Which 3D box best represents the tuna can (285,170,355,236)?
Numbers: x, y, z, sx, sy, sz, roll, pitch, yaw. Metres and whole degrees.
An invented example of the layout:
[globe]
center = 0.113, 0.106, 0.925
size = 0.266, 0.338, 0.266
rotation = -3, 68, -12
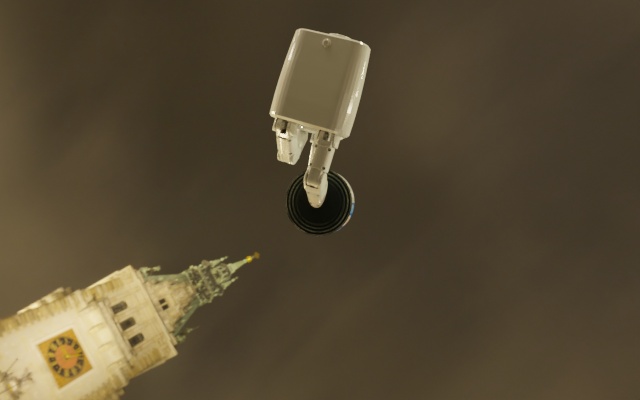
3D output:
[tuna can]
center = 0.000, 0.002, 0.612
size = 0.086, 0.086, 0.034
rotation = 0, 0, 12
